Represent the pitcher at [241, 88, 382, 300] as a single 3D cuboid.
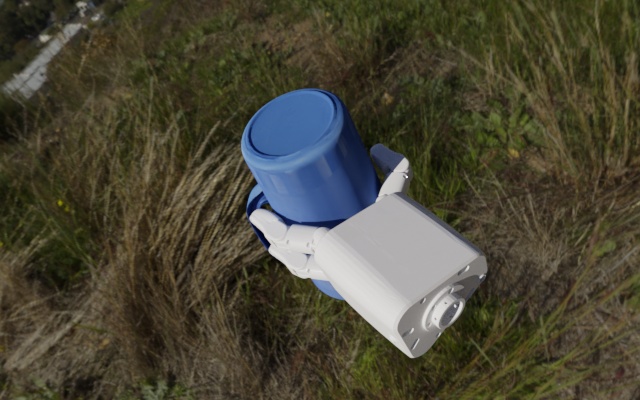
[{"bbox_3d":[0.000,0.002,0.533,0.145,0.149,0.243,39,-15,41],"label":"pitcher"}]
